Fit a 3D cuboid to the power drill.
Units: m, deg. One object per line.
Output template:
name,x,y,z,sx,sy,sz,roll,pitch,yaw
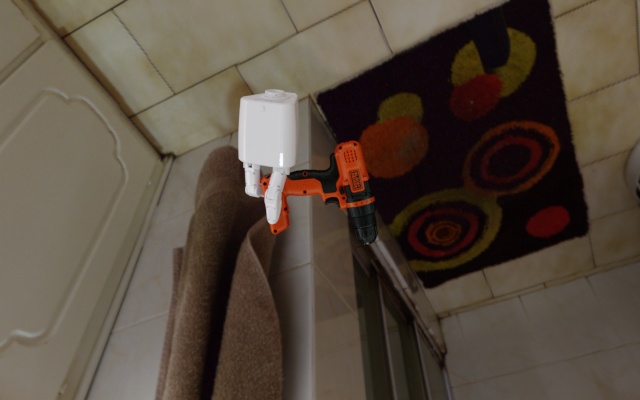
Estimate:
power drill,0.000,0.003,0.837,0.187,0.184,0.057,-13,5,-1
